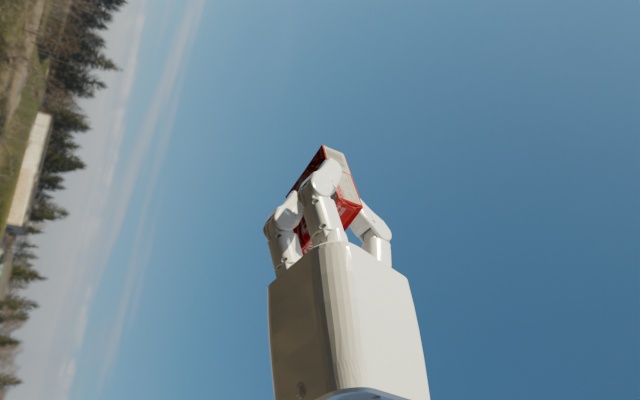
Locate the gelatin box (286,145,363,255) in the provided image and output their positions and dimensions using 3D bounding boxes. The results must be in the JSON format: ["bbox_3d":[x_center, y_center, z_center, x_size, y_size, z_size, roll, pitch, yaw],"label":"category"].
[{"bbox_3d":[0.000,0.001,0.456,0.030,0.073,0.089,21,32,-27],"label":"gelatin box"}]
